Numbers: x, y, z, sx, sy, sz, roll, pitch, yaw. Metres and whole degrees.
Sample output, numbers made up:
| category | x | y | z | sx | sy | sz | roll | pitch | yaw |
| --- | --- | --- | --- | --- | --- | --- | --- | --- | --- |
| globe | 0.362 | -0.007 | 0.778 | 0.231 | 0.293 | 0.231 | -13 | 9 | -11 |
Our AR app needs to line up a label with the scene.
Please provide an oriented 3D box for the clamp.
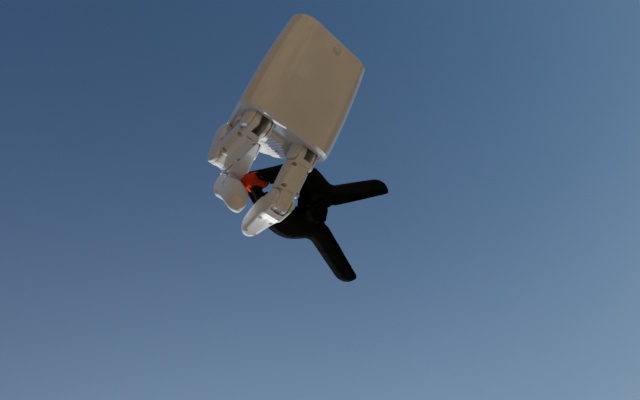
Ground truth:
| category | x | y | z | sx | sy | sz | roll | pitch | yaw |
| --- | --- | --- | --- | --- | --- | --- | --- | --- | --- |
| clamp | 0.000 | 0.002 | 0.508 | 0.171 | 0.120 | 0.039 | 36 | -19 | -32 |
